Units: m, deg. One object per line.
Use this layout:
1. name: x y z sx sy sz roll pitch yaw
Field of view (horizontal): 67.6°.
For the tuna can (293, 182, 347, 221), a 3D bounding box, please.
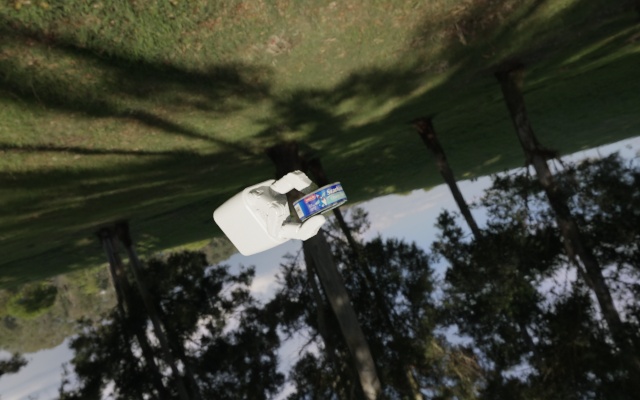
1. tuna can: 0.000 0.003 0.785 0.086 0.034 0.086 -25 -5 -2
